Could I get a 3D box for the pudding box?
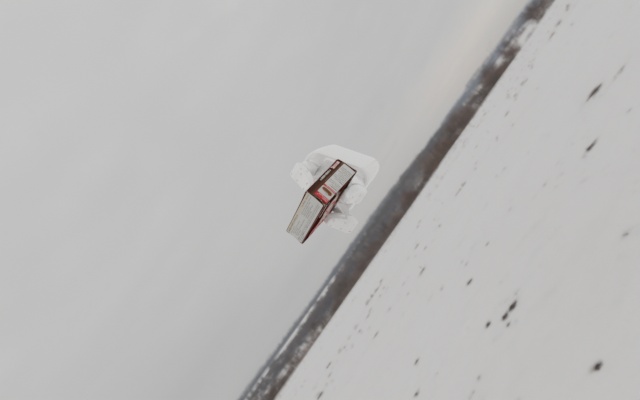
[{"bbox_3d":[0.000,0.002,0.714,0.039,0.090,0.114,36,-39,8],"label":"pudding box"}]
